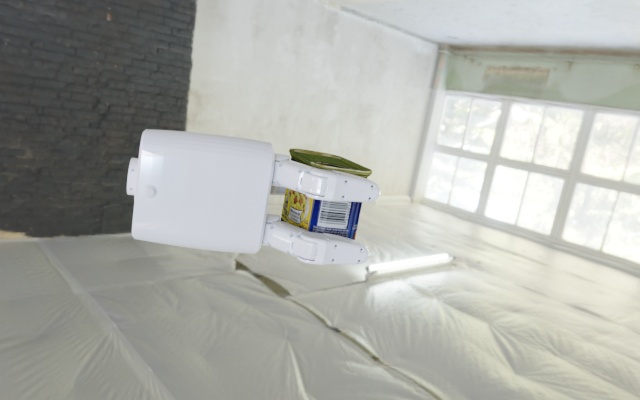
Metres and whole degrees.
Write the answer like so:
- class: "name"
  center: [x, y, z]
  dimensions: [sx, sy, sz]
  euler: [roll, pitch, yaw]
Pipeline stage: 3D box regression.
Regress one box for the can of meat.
- class: "can of meat"
  center: [0.000, 0.002, 0.450]
  dimensions: [0.057, 0.084, 0.102]
  euler: [6, 12, -21]
